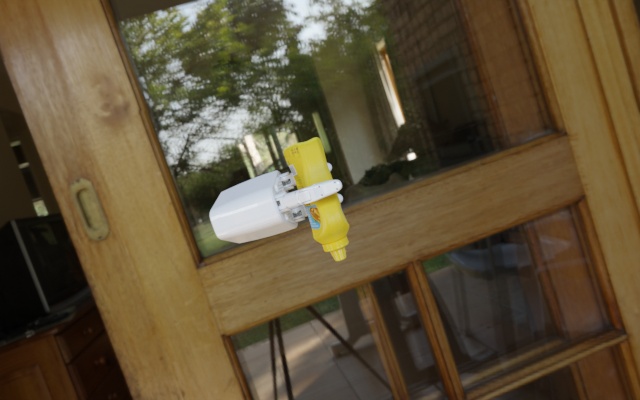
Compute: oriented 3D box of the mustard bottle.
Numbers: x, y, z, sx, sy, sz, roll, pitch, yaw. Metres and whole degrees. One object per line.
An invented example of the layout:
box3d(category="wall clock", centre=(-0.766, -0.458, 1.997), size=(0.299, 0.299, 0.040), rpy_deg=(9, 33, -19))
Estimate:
box3d(category="mustard bottle", centre=(0.000, 0.002, 0.740), size=(0.058, 0.191, 0.096), rpy_deg=(-20, 4, -15))
